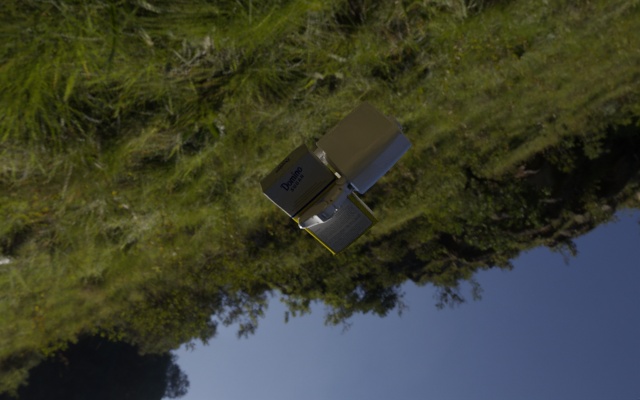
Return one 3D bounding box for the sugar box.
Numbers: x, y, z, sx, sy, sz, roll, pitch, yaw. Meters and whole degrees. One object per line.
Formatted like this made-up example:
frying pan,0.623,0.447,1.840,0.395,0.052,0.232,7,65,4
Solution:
sugar box,0.000,0.002,0.741,0.176,0.093,0.048,44,10,-28
